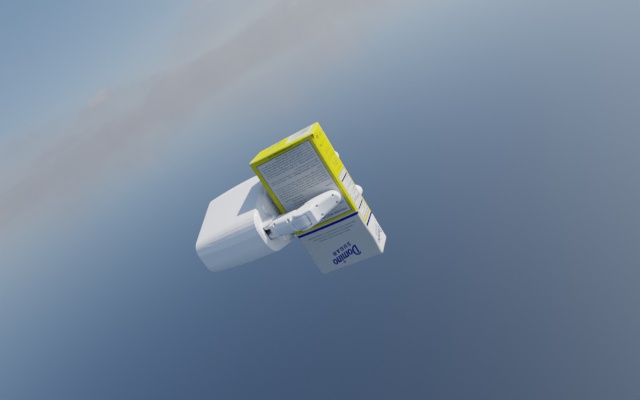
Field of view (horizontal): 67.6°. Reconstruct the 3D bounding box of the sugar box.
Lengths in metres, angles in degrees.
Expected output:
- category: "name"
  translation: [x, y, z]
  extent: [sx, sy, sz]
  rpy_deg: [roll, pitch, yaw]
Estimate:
- category: "sugar box"
  translation: [0.000, 0.002, 0.597]
  extent: [0.093, 0.176, 0.048]
  rpy_deg: [-23, 21, 25]
